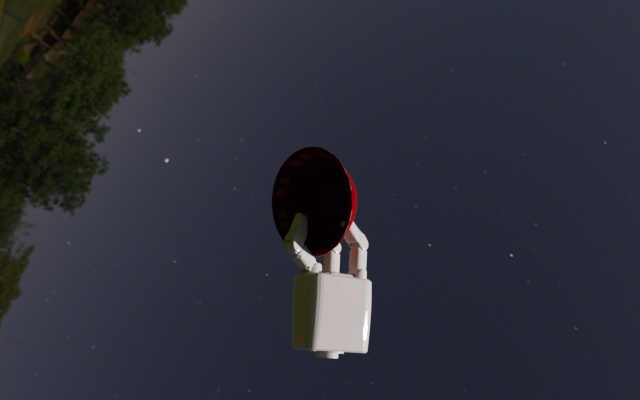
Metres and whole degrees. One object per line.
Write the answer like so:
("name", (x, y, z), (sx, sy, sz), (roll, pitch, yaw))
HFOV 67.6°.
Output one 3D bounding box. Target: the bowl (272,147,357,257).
("bowl", (0.000, 0.001, 0.714), (0.162, 0.162, 0.055), (0, 0, 42))
